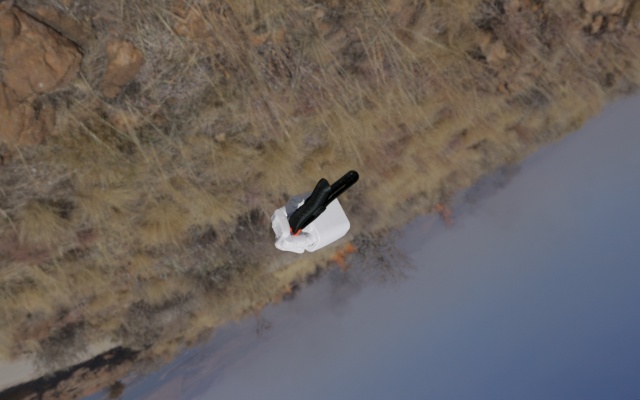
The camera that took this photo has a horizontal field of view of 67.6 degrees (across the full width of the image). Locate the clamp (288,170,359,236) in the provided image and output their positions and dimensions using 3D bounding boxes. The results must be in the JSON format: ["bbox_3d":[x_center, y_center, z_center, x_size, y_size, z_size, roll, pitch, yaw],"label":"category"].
[{"bbox_3d":[0.000,0.004,0.896,0.120,0.039,0.171,-16,-22,-45],"label":"clamp"}]
